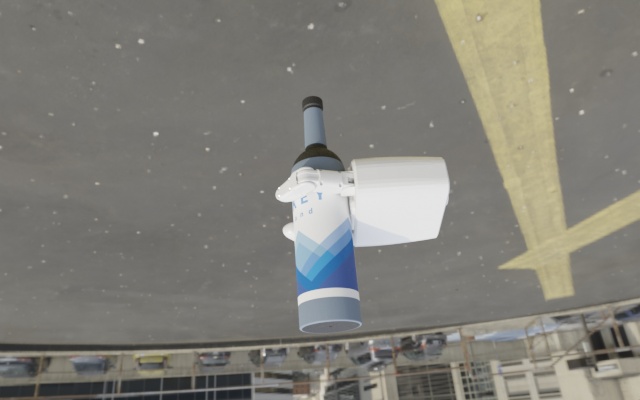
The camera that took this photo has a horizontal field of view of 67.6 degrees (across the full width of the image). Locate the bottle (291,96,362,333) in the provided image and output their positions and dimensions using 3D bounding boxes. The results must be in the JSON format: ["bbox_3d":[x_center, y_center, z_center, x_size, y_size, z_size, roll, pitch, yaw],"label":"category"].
[{"bbox_3d":[0.000,0.002,0.567,0.069,0.295,0.069,-4,-26,-2],"label":"bottle"}]
